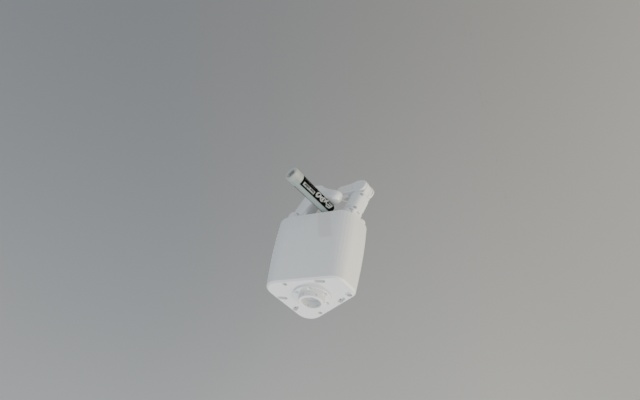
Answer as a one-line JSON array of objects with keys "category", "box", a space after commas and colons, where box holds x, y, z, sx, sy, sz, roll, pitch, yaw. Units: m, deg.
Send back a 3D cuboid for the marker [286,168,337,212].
[{"category": "marker", "box": [0.000, 0.002, 0.631, 0.020, 0.020, 0.121, 0, -37, 51]}]
